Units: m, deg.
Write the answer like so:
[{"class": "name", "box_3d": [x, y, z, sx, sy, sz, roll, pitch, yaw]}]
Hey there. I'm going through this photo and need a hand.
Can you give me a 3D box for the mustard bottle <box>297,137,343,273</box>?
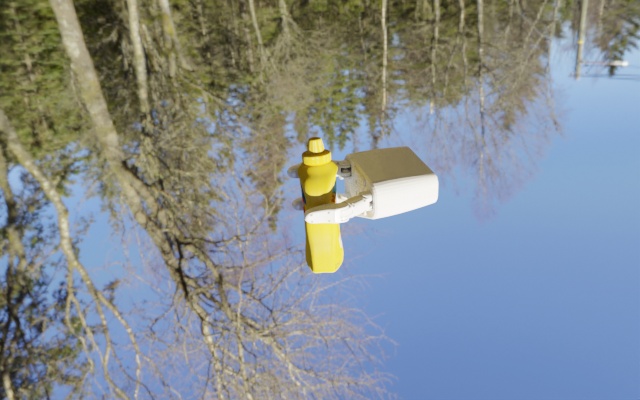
[{"class": "mustard bottle", "box_3d": [0.000, 0.003, 0.696, 0.058, 0.192, 0.096, -2, 22, 4]}]
